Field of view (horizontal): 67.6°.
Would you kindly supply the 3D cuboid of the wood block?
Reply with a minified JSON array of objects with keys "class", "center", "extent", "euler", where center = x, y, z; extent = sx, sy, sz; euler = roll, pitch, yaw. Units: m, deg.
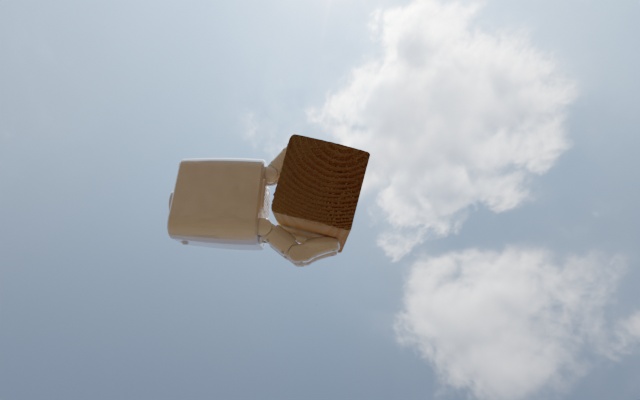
[{"class":"wood block","center":[0.000,0.002,0.601],"extent":[0.090,0.091,0.206],"euler":[14,-12,3]}]
